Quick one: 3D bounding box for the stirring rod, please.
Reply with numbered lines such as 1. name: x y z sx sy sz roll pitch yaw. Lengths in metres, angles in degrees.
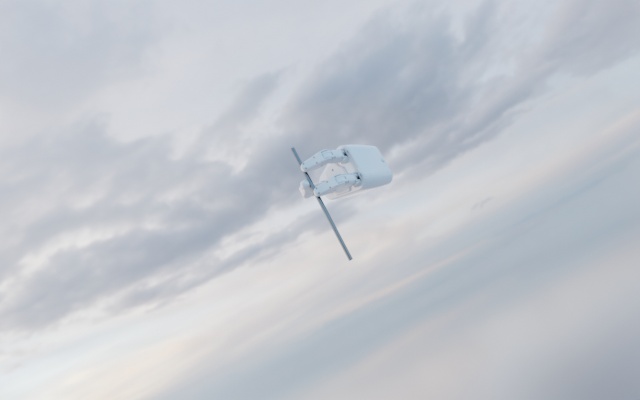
1. stirring rod: 0.000 0.003 0.880 0.011 0.239 0.011 -25 -16 -8
